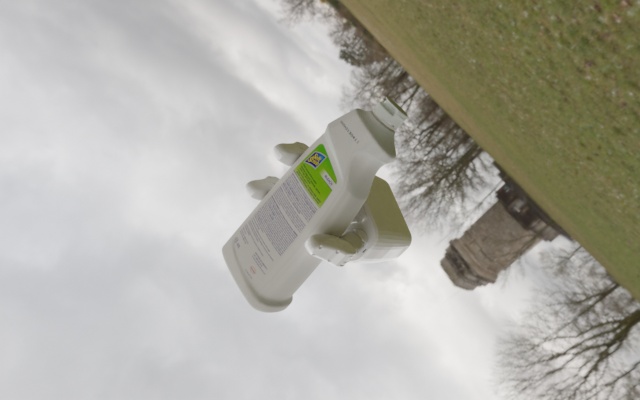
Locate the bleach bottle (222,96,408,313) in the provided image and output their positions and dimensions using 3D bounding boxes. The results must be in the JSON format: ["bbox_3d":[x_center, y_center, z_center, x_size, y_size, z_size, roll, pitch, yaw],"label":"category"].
[{"bbox_3d":[0.000,0.002,0.503,0.251,0.102,0.068,-48,-30,20],"label":"bleach bottle"}]
